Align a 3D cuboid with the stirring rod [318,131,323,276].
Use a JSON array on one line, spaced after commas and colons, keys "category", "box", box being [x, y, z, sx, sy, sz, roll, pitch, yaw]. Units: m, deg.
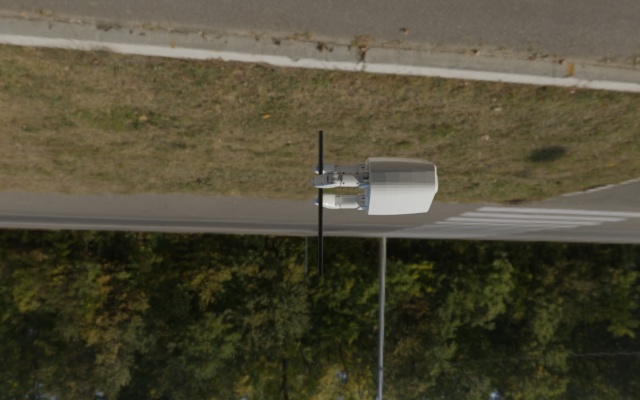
[{"category": "stirring rod", "box": [0.000, 0.002, 0.790, 0.011, 0.239, 0.011, 0, -7, 0]}]
